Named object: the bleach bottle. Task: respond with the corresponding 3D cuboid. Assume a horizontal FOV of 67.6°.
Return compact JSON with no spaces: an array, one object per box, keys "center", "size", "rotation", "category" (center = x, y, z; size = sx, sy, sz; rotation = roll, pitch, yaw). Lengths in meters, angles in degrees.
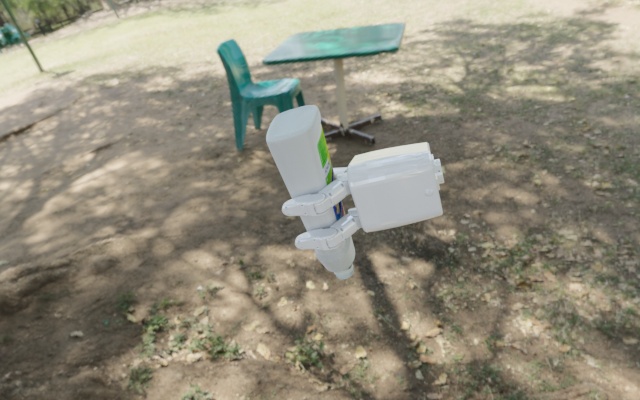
[{"center":[0.000,0.002,0.668],"size":[0.068,0.251,0.102],"rotation":[-12,30,14],"category":"bleach bottle"}]
